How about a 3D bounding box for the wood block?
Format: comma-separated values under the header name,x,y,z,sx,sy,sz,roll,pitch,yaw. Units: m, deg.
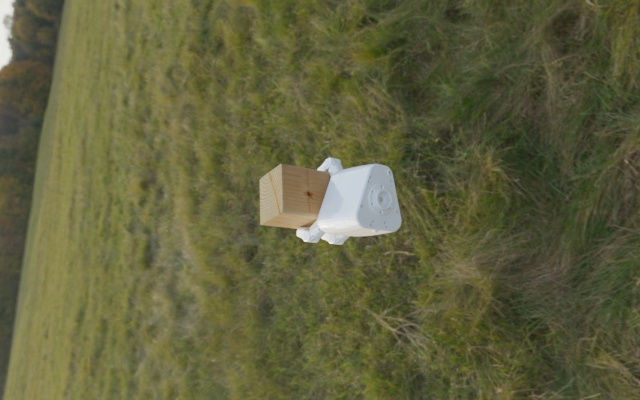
name,x,y,z,sx,sy,sz,roll,pitch,yaw
wood block,0.000,0.002,0.885,0.206,0.090,0.090,9,-22,-31
